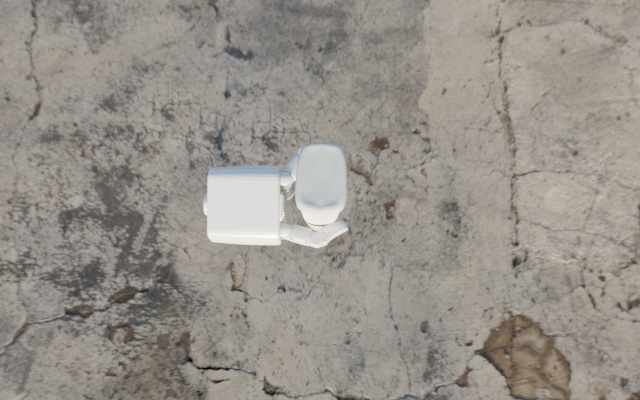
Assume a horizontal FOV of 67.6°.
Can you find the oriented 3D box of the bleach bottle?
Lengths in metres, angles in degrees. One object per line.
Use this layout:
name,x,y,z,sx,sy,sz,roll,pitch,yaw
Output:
bleach bottle,0.000,0.002,0.737,0.068,0.102,0.251,2,-17,0
